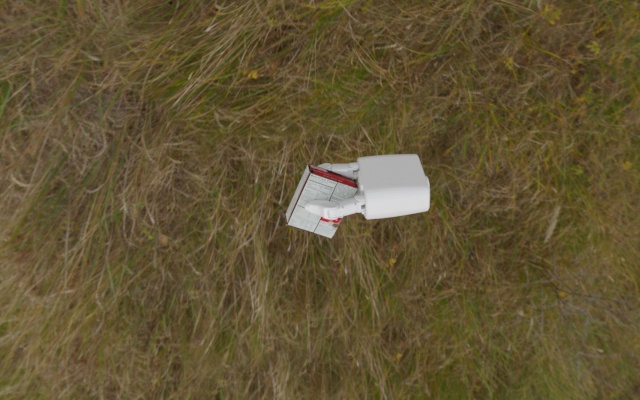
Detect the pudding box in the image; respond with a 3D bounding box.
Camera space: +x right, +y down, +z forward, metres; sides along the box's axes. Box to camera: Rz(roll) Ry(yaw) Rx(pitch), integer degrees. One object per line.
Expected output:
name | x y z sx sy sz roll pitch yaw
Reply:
pudding box | 0.000 0.003 0.814 0.090 0.113 0.039 19 24 -15
